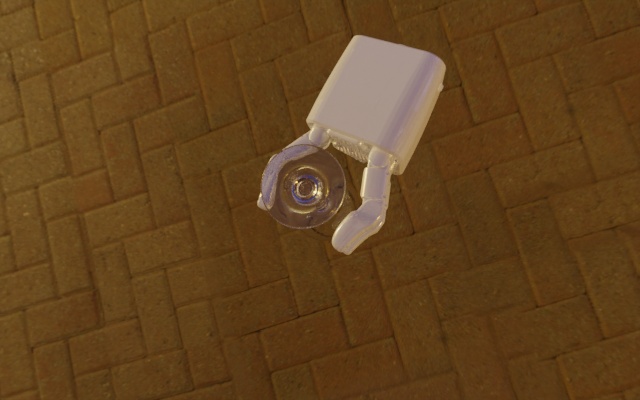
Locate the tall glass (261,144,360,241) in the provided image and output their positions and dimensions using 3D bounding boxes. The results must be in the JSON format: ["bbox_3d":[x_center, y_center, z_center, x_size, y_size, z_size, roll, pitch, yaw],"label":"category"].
[{"bbox_3d":[0.000,0.002,0.505,0.079,0.079,0.201,0,-8,9],"label":"tall glass"}]
